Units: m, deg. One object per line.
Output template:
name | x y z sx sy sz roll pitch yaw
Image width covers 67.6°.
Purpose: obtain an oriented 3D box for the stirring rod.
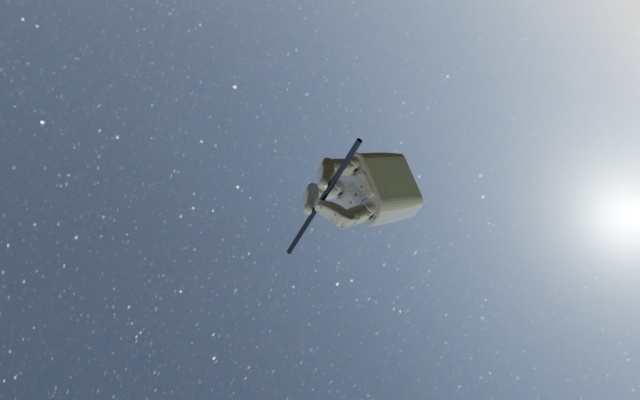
stirring rod | 0.000 0.002 0.692 0.011 0.011 0.240 0 -42 -34
